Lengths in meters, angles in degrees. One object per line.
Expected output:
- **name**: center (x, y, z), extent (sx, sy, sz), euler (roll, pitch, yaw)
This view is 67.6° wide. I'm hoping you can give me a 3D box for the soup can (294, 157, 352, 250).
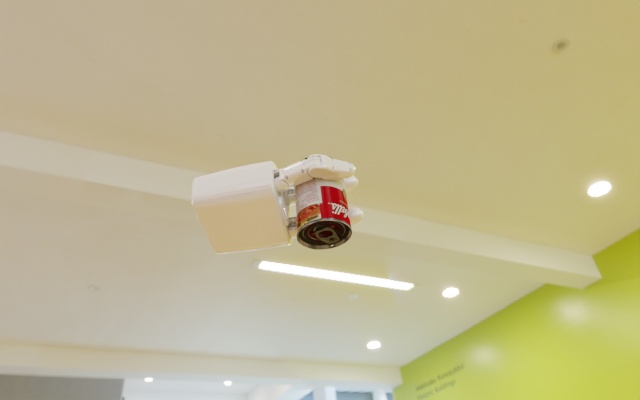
- **soup can**: center (0.001, 0.002, 0.608), extent (0.068, 0.102, 0.069), euler (-4, -35, -3)
